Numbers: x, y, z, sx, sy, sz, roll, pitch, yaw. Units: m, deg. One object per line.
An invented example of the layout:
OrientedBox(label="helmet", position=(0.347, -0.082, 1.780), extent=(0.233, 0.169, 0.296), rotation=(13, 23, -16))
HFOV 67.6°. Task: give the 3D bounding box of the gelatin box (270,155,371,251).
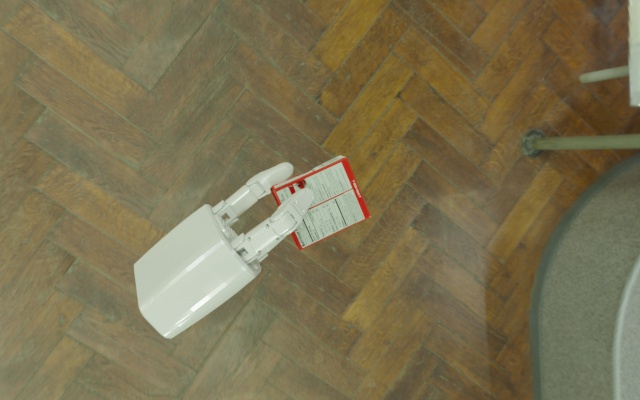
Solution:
OrientedBox(label="gelatin box", position=(0.000, 0.002, 0.520), extent=(0.089, 0.073, 0.030), rotation=(-25, 13, -5))
